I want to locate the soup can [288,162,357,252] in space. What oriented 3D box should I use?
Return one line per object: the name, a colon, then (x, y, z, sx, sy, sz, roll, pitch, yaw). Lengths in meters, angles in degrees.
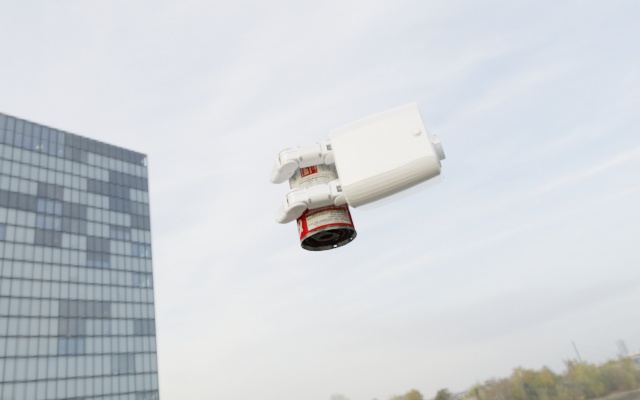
soup can: (0.000, 0.002, 0.579, 0.068, 0.102, 0.068, -10, -25, -5)
